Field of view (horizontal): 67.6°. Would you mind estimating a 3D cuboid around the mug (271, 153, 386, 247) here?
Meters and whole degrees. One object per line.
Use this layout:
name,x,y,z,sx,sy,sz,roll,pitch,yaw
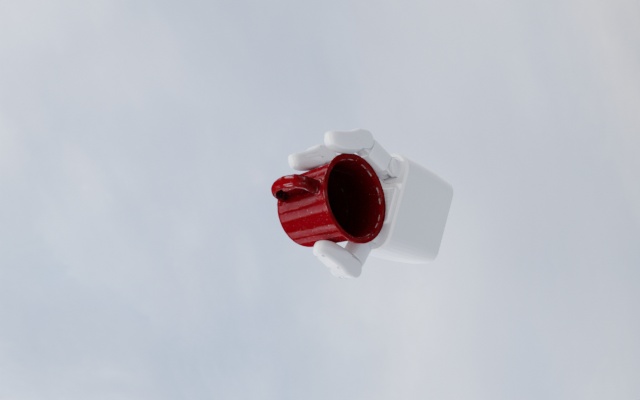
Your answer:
mug,-0.001,0.001,0.496,0.117,0.093,0.081,20,-25,-41
